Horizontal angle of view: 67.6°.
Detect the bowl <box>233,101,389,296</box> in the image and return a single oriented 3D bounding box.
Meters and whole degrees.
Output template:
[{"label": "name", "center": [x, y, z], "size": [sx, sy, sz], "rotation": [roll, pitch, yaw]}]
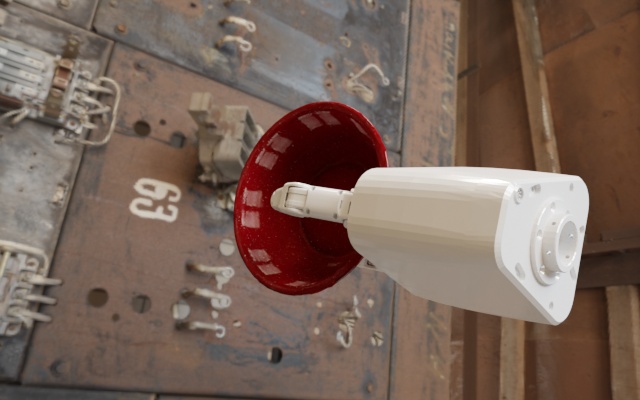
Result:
[{"label": "bowl", "center": [-0.001, 0.001, 0.409], "size": [0.162, 0.162, 0.055], "rotation": [0, -13, 38]}]
